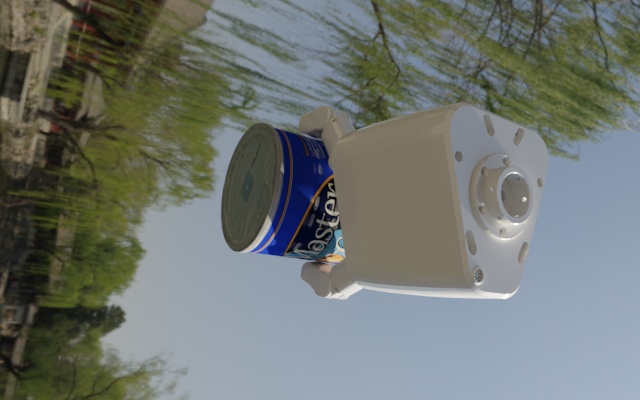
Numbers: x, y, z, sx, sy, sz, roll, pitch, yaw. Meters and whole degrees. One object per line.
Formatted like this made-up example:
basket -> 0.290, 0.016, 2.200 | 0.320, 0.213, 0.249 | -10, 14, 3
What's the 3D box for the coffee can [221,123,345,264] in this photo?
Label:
coffee can -> 0.000, 0.001, 0.407 | 0.140, 0.103, 0.103 | 12, -6, -31
